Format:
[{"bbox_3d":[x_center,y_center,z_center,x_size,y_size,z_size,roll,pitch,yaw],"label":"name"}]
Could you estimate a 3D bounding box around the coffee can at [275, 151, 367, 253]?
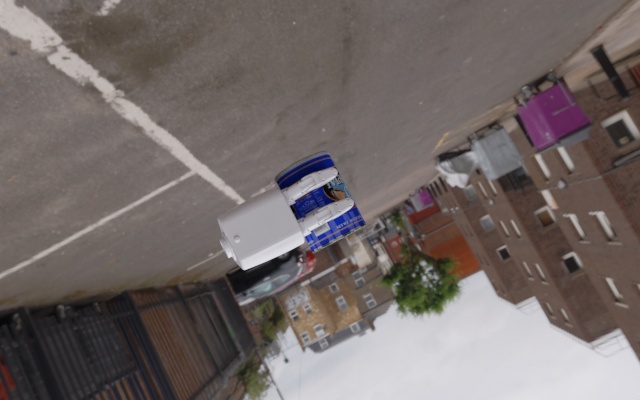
[{"bbox_3d":[0.000,0.002,0.800,0.103,0.140,0.103,-27,-6,-3],"label":"coffee can"}]
